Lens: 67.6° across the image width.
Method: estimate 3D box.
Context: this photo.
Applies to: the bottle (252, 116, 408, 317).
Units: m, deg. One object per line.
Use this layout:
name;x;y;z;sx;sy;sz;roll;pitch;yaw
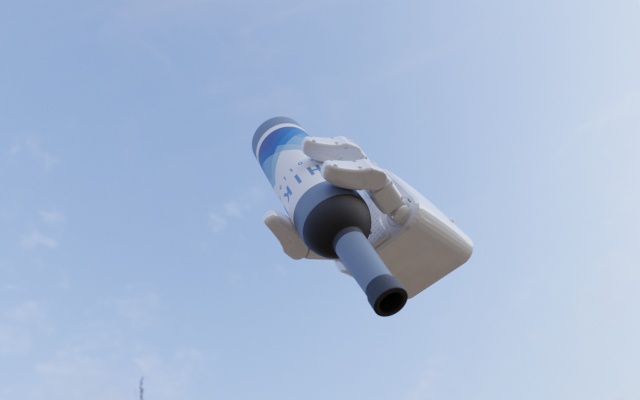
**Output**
bottle;0.000;0.001;0.458;0.069;0.069;0.295;0;29;-23
